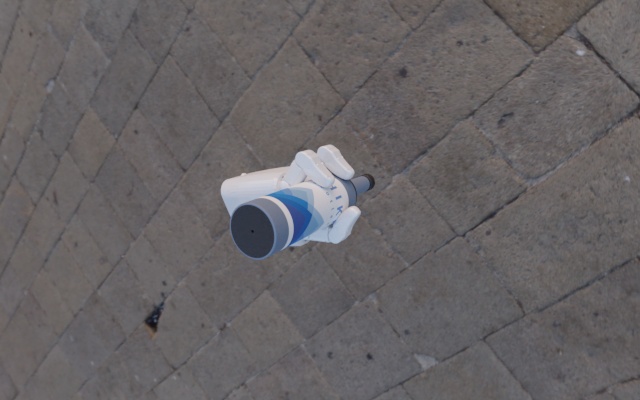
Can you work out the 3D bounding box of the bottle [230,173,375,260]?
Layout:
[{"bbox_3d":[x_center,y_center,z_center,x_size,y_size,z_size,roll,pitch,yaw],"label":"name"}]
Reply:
[{"bbox_3d":[0.000,0.002,0.651,0.069,0.069,0.295,0,13,32],"label":"bottle"}]
